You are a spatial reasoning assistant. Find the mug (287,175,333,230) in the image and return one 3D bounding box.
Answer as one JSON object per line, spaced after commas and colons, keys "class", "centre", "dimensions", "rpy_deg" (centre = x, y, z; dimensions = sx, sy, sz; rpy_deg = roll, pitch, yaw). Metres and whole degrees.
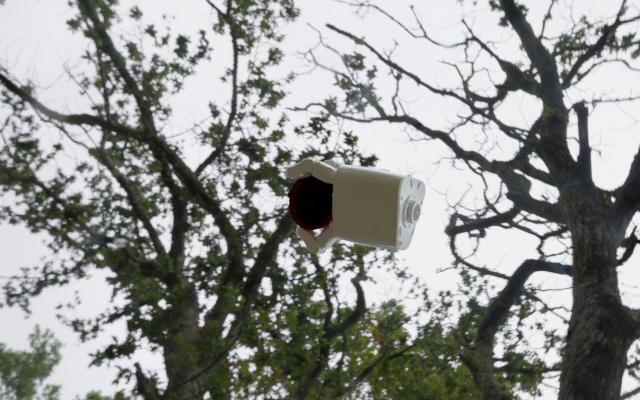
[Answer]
{"class": "mug", "centre": [-0.001, 0.002, 0.777], "dimensions": [0.117, 0.093, 0.081], "rpy_deg": [12, 0, 35]}
